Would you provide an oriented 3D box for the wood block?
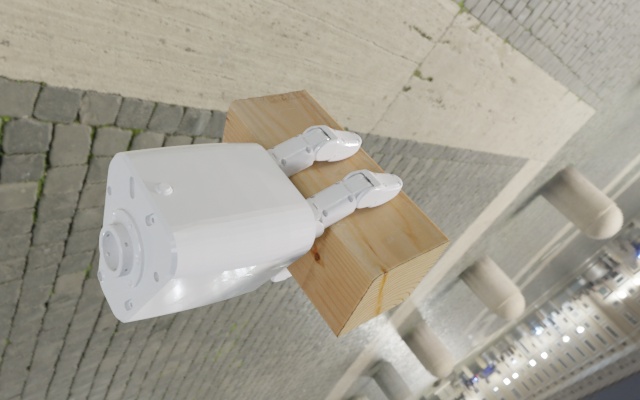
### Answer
[{"bbox_3d":[0.000,0.002,0.429,0.090,0.206,0.091,-19,-33,-36],"label":"wood block"}]
